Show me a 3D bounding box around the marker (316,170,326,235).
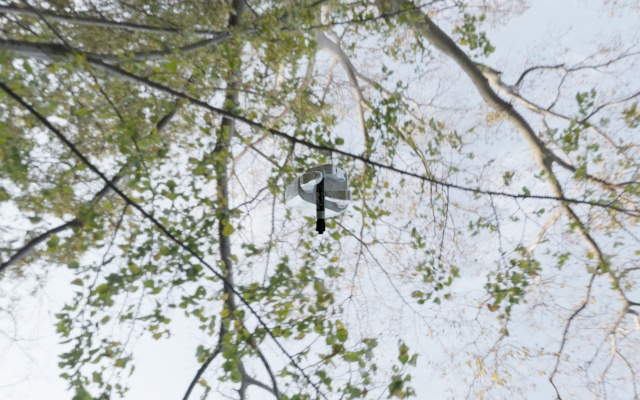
[{"bbox_3d":[0.000,0.003,0.887,0.020,0.121,0.020,0,-11,0],"label":"marker"}]
